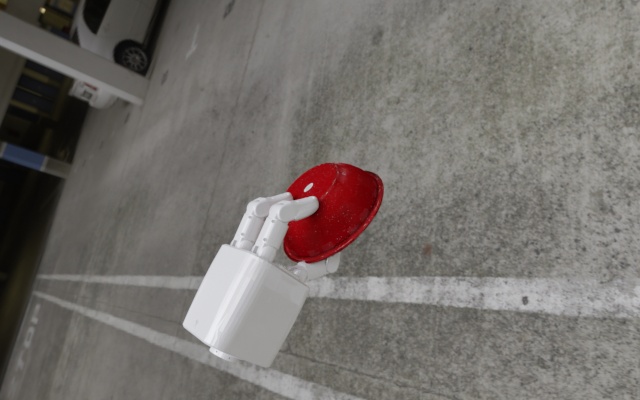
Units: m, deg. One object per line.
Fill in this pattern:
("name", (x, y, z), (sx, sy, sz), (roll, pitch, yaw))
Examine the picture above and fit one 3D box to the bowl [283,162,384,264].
("bowl", (0.000, 0.001, 0.622), (0.162, 0.162, 0.055), (0, -42, 51))
